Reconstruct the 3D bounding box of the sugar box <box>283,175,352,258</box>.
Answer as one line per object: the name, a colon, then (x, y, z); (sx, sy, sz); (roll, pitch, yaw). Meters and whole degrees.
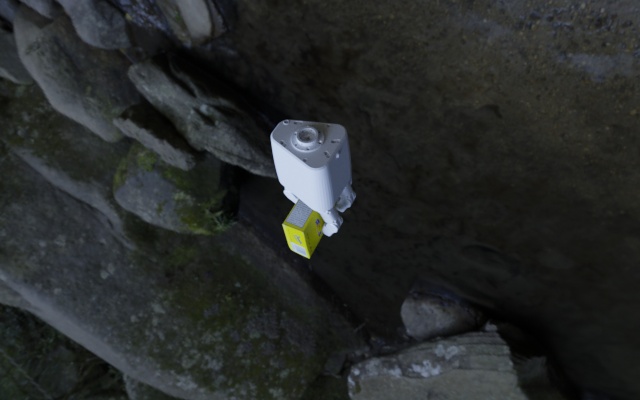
sugar box: (0.001, 0.003, 0.829); (0.048, 0.176, 0.093); (23, -28, 20)
